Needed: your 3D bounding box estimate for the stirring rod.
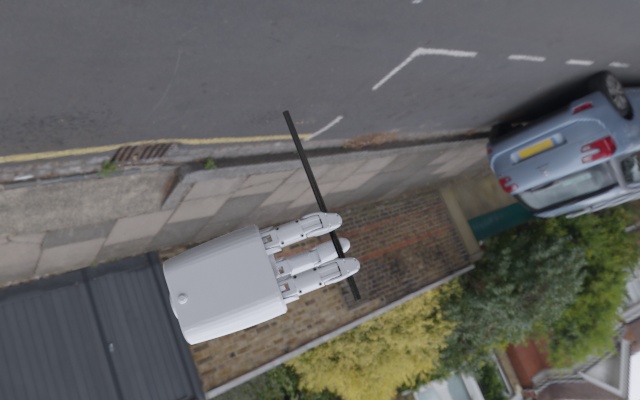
[{"bbox_3d":[0.000,0.002,0.561,0.011,0.239,0.011,-20,-11,-4],"label":"stirring rod"}]
